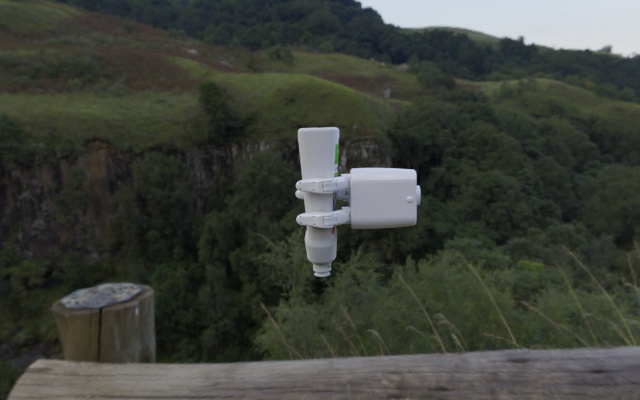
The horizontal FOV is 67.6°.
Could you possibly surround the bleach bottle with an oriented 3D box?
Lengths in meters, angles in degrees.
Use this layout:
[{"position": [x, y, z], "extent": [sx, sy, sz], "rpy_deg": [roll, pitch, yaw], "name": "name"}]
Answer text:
[{"position": [0.000, 0.003, 0.816], "extent": [0.068, 0.251, 0.102], "rpy_deg": [-1, 9, 5], "name": "bleach bottle"}]
